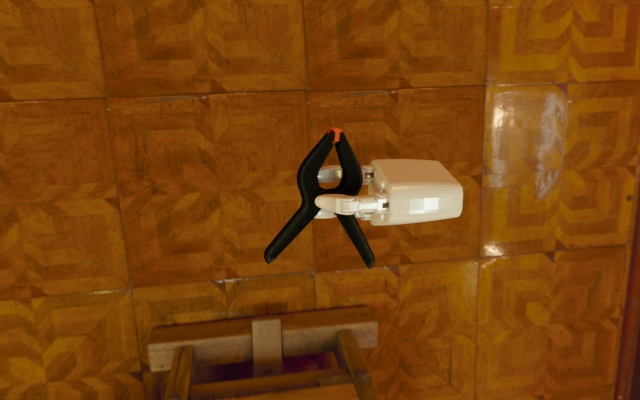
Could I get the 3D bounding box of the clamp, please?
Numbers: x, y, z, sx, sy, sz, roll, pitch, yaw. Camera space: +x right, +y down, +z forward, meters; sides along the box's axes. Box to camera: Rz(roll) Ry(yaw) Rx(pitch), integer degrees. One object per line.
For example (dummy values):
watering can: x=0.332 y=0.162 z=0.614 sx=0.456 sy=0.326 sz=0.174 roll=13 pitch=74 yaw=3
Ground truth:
clamp: x=0.001 y=0.002 z=0.680 sx=0.164 sy=0.210 sz=0.036 roll=-3 pitch=12 yaw=-12
